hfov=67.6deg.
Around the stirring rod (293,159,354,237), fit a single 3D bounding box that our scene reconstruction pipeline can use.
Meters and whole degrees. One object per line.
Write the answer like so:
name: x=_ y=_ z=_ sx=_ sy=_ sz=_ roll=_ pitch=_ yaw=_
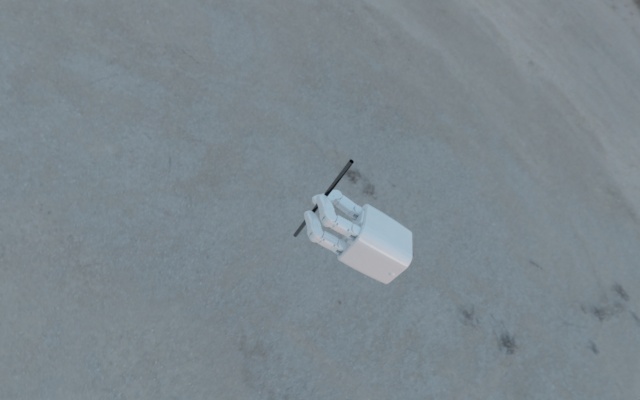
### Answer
stirring rod: x=0.000 y=0.003 z=0.860 sx=0.011 sy=0.011 sz=0.240 roll=0 pitch=-33 yaw=-30
